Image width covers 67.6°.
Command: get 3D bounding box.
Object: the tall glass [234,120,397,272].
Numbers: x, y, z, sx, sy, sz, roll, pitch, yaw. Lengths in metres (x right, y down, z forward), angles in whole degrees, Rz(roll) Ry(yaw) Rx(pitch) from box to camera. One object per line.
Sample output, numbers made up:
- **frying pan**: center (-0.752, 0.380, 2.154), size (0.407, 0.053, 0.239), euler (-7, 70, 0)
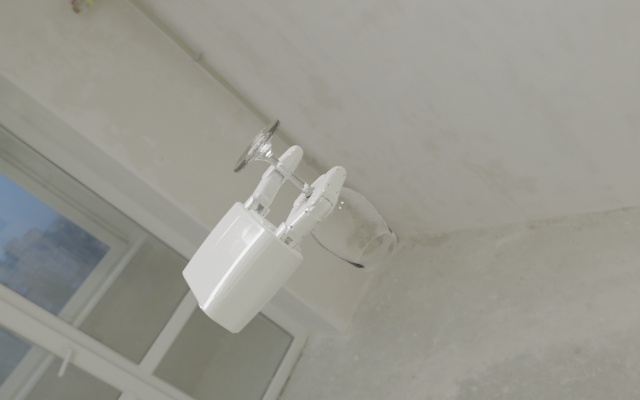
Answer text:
- **tall glass**: center (0.000, 0.001, 0.552), size (0.201, 0.079, 0.079), euler (41, -17, -21)
